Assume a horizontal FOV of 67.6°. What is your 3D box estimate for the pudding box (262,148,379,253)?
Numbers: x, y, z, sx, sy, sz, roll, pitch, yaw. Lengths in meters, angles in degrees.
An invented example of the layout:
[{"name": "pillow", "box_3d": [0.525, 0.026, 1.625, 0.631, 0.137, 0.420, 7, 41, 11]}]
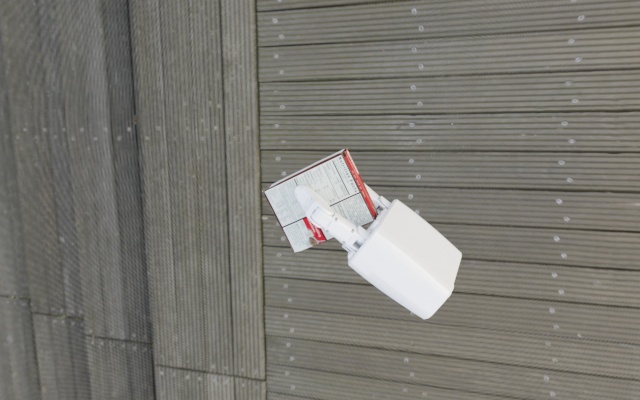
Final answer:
[{"name": "pudding box", "box_3d": [0.000, 0.002, 0.570, 0.113, 0.090, 0.039, -24, 6, 16]}]
